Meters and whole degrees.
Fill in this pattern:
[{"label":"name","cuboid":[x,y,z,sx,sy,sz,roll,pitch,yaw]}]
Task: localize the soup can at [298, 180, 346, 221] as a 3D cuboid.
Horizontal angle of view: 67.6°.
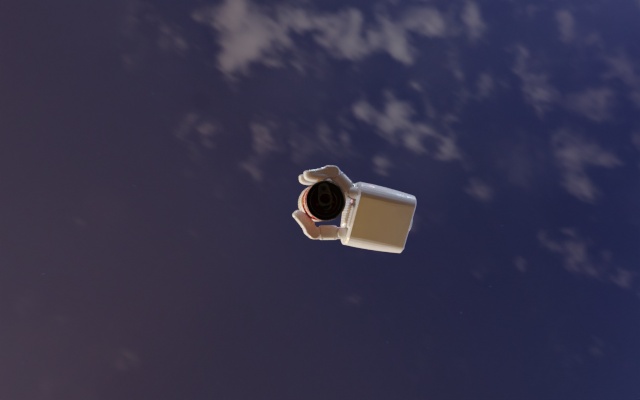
[{"label":"soup can","cuboid":[0.000,0.003,0.839,0.068,0.068,0.102,0,-3,-11]}]
